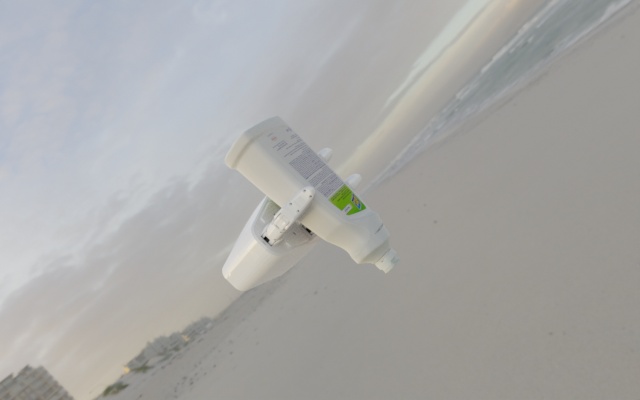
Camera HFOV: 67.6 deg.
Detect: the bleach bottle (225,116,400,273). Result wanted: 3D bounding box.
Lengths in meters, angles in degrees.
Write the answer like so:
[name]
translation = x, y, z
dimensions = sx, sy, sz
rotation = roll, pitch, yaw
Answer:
[bleach bottle]
translation = 0.000, 0.002, 0.622
dimensions = 0.068, 0.251, 0.102
rotation = -48, -4, 38
